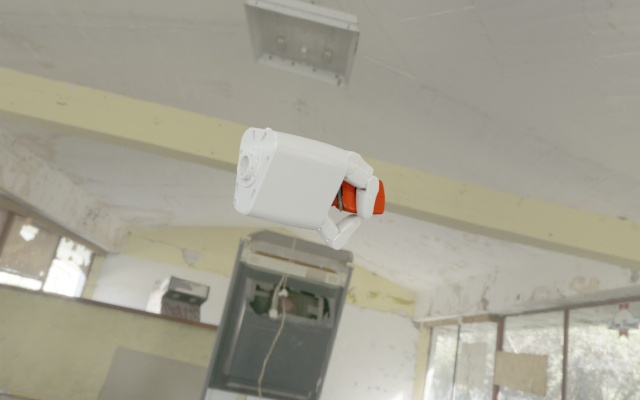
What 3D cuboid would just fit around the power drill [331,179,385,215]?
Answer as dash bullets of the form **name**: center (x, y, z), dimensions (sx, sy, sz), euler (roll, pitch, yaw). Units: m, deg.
- **power drill**: center (0.000, 0.002, 0.731), dimensions (0.187, 0.057, 0.184), euler (-8, -8, 35)
